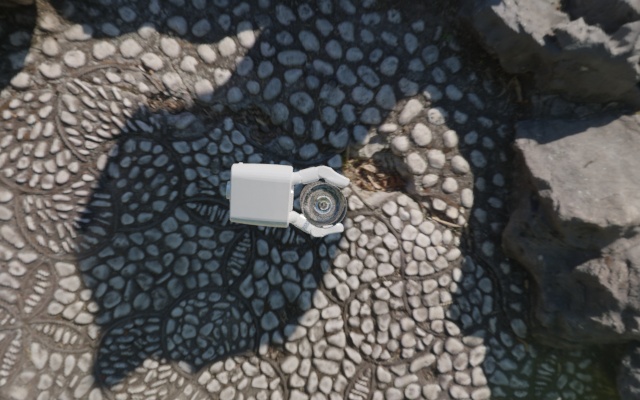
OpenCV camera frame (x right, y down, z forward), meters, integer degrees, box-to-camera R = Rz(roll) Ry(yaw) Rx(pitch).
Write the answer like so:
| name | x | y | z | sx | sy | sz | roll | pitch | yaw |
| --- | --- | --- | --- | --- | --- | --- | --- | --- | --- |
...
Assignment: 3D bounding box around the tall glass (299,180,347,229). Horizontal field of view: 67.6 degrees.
| name | x | y | z | sx | sy | sz | roll | pitch | yaw |
| --- | --- | --- | --- | --- | --- | --- | --- | --- | --- |
| tall glass | 0.000 | 0.003 | 0.873 | 0.079 | 0.079 | 0.201 | 0 | 3 | -3 |
